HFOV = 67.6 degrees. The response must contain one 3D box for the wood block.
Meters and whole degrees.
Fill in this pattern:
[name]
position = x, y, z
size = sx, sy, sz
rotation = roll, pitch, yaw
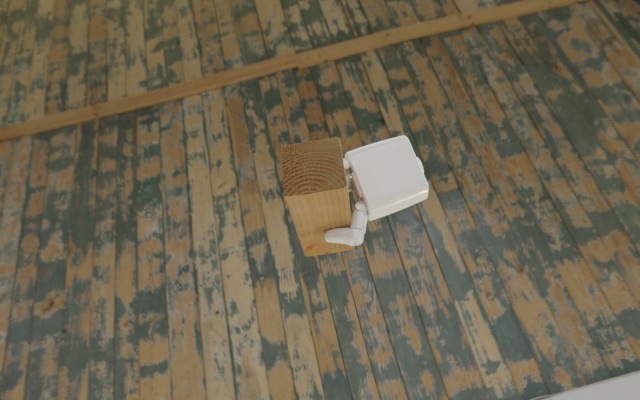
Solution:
[wood block]
position = 0.001, 0.003, 0.763
size = 0.090, 0.090, 0.206
rotation = -9, -31, 3
